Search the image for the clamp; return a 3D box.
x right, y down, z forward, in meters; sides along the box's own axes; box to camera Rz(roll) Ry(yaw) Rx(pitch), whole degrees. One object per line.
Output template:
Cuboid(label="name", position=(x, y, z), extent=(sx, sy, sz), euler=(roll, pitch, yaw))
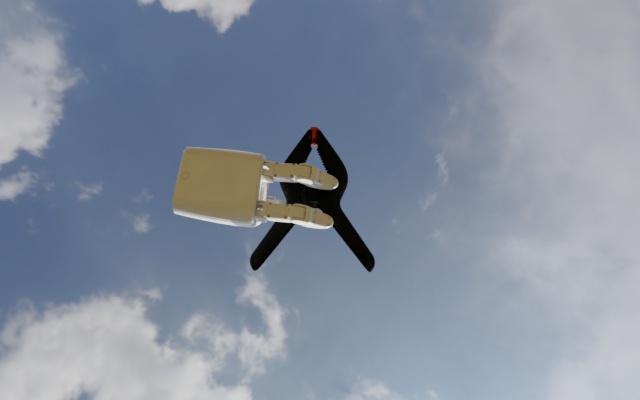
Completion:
Cuboid(label="clamp", position=(0.000, 0.002, 0.656), extent=(0.164, 0.210, 0.036), euler=(8, -16, 0))
